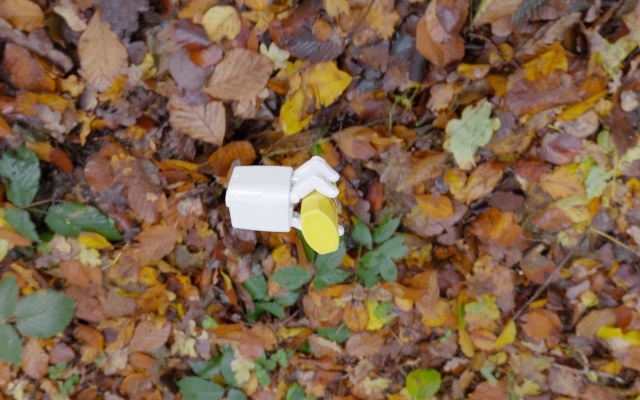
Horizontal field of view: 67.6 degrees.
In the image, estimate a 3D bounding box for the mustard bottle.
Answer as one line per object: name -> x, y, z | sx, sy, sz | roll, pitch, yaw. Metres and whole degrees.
mustard bottle -> 0.000, 0.003, 0.870 | 0.058, 0.096, 0.191 | -19, 31, 13
